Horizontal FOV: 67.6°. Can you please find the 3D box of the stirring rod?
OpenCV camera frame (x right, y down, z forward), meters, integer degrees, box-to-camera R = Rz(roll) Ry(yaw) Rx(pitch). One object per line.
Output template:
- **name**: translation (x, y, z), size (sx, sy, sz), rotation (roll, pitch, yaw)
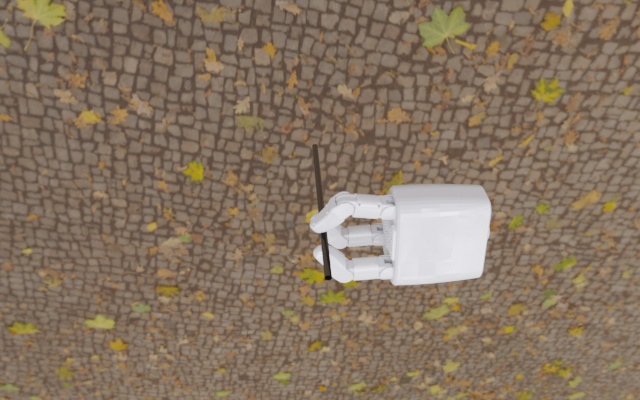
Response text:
- **stirring rod**: translation (0.000, 0.002, 0.587), size (0.011, 0.011, 0.239), rotation (0, 41, -5)
